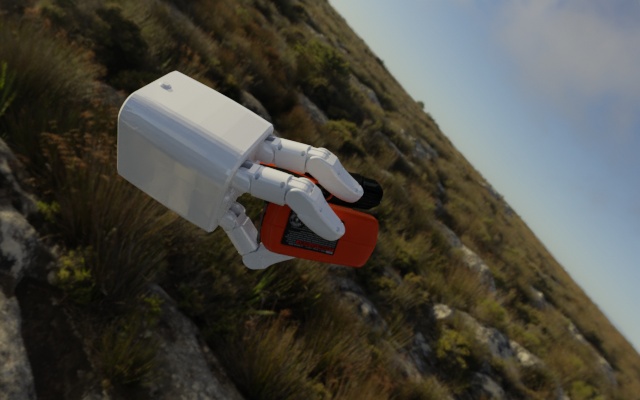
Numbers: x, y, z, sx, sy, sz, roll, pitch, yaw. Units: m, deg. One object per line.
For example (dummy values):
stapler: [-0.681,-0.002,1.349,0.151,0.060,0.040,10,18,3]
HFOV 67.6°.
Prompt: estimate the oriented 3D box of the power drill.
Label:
power drill: [0.000,0.002,0.509,0.184,0.057,0.187,11,17,-14]
